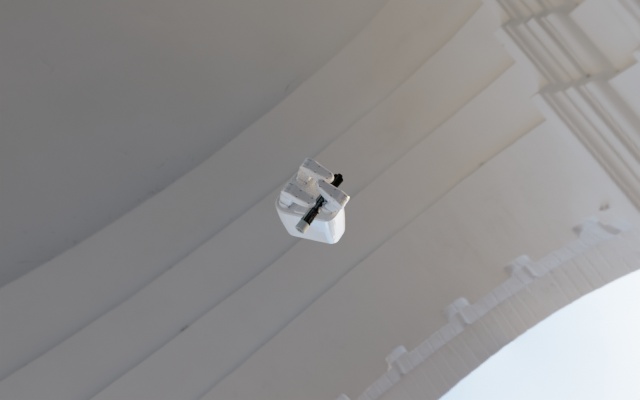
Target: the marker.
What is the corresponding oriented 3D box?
[{"bbox_3d":[0.000,0.003,0.783,0.020,0.121,0.020,31,-21,14],"label":"marker"}]
